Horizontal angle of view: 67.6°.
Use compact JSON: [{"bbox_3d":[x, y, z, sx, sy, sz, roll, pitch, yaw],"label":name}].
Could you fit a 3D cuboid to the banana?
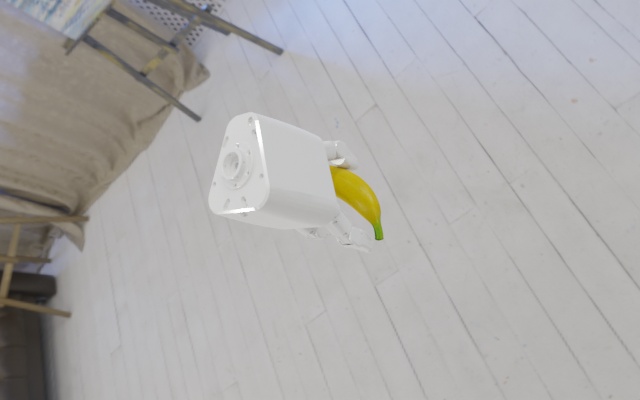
[{"bbox_3d":[0.009,-0.014,0.638,0.197,0.069,0.037,25,9,38],"label":"banana"}]
